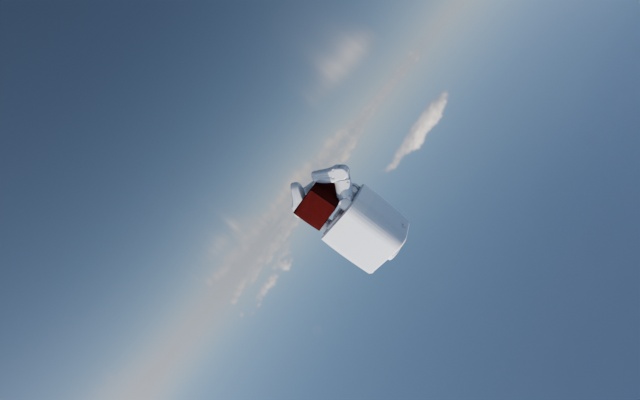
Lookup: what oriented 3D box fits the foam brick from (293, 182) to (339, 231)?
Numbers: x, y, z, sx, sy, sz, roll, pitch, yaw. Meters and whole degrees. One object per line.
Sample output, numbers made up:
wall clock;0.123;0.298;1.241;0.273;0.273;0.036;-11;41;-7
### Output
foam brick;0.000;0.003;0.773;0.051;0.053;0.078;37;26;-1
